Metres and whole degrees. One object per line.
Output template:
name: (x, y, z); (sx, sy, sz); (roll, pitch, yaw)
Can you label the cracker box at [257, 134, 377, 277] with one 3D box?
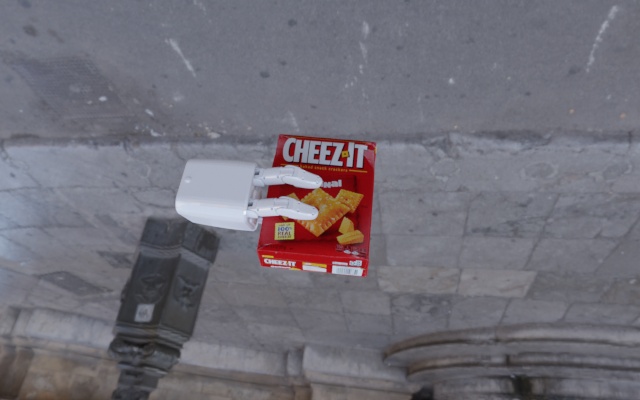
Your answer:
cracker box: (0.000, 0.003, 0.749); (0.164, 0.213, 0.072); (6, -29, 3)
